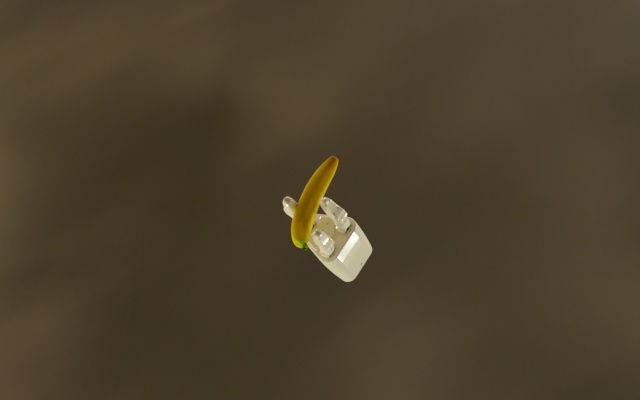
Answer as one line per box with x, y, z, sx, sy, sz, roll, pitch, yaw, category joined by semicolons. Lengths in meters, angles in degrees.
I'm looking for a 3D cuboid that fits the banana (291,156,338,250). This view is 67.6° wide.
-0.014;0.009;0.860;0.069;0.197;0.037;-15;-42;44;banana
